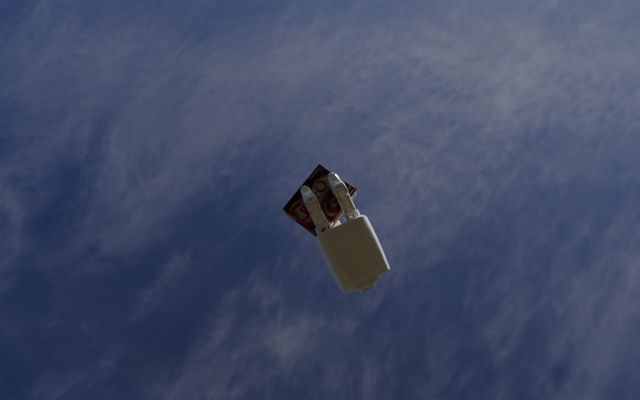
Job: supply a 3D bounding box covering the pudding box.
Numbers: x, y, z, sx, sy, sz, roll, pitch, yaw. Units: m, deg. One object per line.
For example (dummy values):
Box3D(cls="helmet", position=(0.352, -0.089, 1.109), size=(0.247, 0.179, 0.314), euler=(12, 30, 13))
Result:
Box3D(cls="pudding box", position=(0.000, 0.003, 0.881), size=(0.090, 0.113, 0.039), euler=(35, -14, 17))
